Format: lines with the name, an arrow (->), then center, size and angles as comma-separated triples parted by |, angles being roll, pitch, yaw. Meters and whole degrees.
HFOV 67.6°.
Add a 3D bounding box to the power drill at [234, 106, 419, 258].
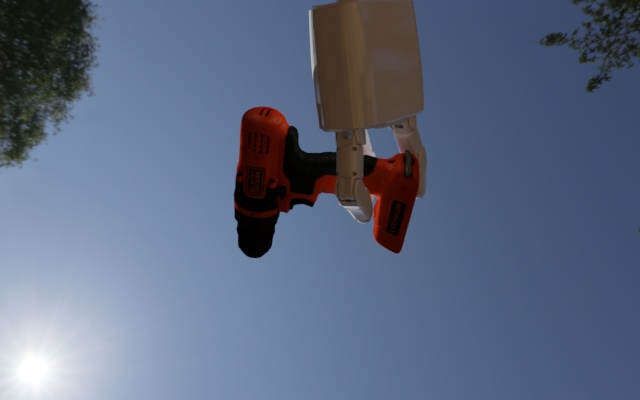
power drill -> 0.001, 0.001, 0.507 | 0.187, 0.185, 0.057 | 10, 37, 1
